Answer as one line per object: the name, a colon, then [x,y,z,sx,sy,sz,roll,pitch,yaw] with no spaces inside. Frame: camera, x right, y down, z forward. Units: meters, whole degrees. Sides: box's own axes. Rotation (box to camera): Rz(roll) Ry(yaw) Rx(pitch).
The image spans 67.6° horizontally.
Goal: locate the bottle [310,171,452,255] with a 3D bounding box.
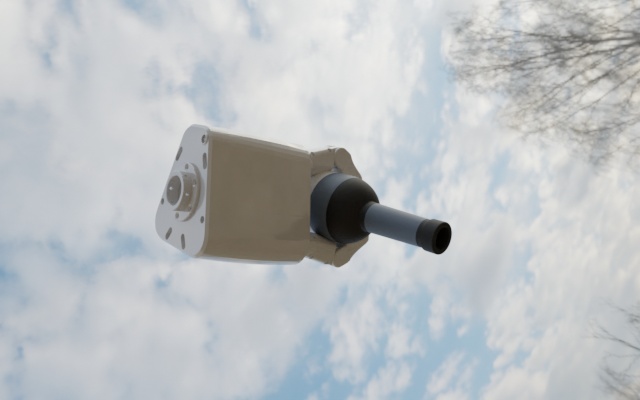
bottle: [0.000,0.002,0.488,0.069,0.069,0.295,0,11,-43]
